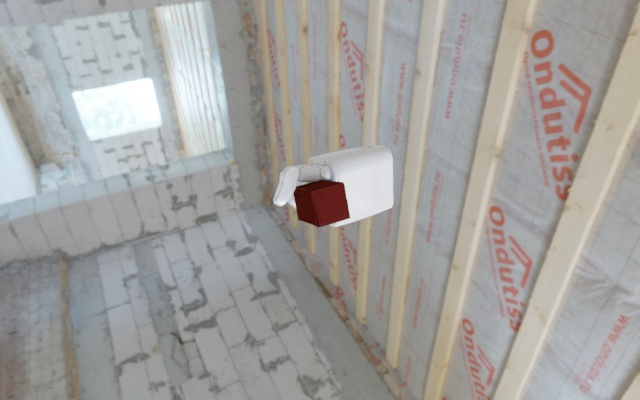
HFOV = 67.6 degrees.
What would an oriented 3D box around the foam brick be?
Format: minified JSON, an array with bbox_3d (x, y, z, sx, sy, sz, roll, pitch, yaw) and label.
[{"bbox_3d":[0.000,0.002,0.674,0.051,0.053,0.078,-14,11,-21],"label":"foam brick"}]
